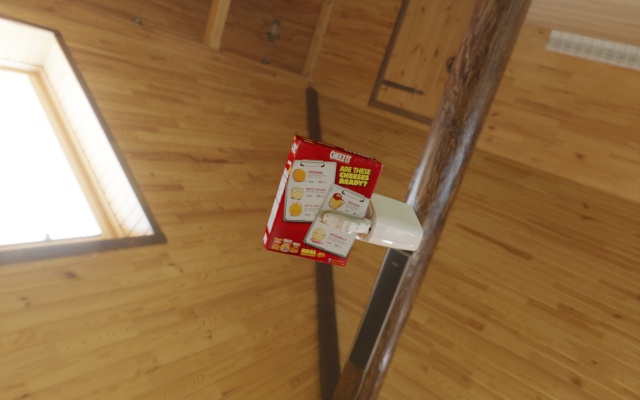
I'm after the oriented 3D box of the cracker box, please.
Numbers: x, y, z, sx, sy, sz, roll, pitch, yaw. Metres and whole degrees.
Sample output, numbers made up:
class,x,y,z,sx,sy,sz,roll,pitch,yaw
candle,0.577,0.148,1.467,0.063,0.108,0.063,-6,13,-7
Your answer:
class,x,y,z,sx,sy,sz,roll,pitch,yaw
cracker box,0.000,0.003,0.895,0.164,0.214,0.072,14,15,-17
